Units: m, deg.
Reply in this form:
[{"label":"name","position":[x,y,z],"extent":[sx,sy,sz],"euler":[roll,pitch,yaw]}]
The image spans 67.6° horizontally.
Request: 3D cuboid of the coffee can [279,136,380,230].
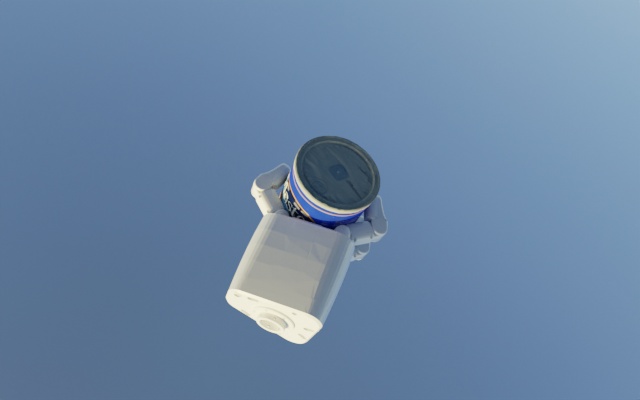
[{"label":"coffee can","position":[0.000,0.002,0.596],"extent":[0.103,0.102,0.140],"euler":[0,-30,-20]}]
